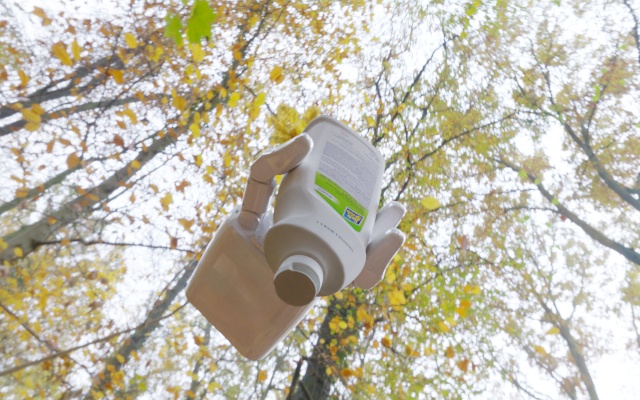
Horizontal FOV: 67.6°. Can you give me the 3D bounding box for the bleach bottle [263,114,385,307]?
[{"bbox_3d":[0.000,0.001,0.421,0.102,0.068,0.250,34,26,-4],"label":"bleach bottle"}]
